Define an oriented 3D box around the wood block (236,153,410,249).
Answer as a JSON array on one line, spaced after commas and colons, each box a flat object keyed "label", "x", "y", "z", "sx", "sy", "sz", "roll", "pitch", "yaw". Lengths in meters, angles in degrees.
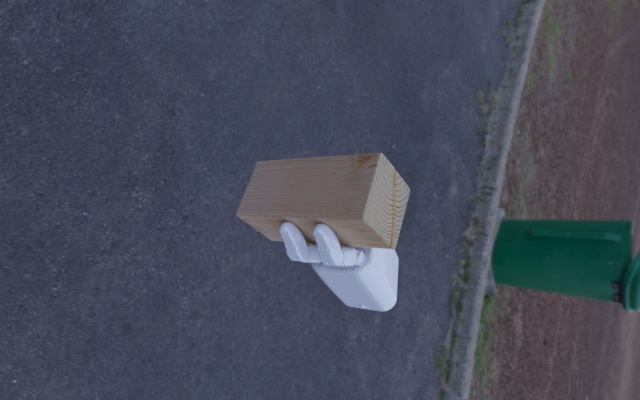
[{"label": "wood block", "x": 0.001, "y": 0.002, "z": 0.638, "sx": 0.206, "sy": 0.090, "sz": 0.090, "roll": 0, "pitch": -29, "yaw": 37}]
